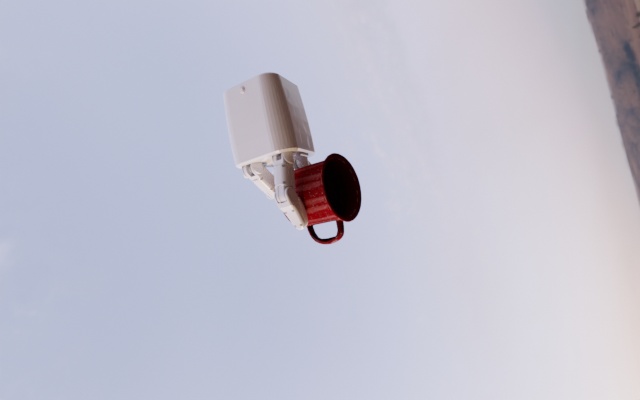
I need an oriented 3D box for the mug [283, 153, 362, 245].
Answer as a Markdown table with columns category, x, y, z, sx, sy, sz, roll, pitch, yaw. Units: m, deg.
| category | x | y | z | sx | sy | sz | roll | pitch | yaw |
| --- | --- | --- | --- | --- | --- | --- | --- | --- | --- |
| mug | 0.000 | 0.004 | 0.651 | 0.081 | 0.117 | 0.093 | -14 | -3 | 35 |
